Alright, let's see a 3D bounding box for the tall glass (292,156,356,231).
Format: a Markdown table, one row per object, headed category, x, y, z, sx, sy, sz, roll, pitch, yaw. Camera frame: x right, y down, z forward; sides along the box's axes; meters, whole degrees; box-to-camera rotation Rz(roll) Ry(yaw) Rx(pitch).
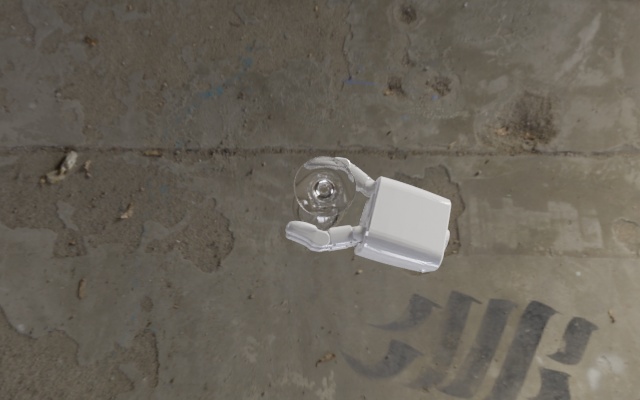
| category | x | y | z | sx | sy | sz | roll | pitch | yaw |
| --- | --- | --- | --- | --- | --- | --- | --- | --- | --- |
| tall glass | 0.000 | 0.002 | 0.661 | 0.079 | 0.079 | 0.201 | 0 | -11 | -4 |
